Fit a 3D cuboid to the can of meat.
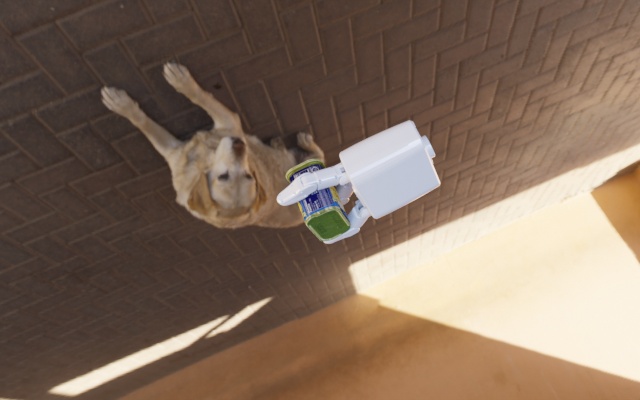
[{"bbox_3d":[0.000,0.003,0.689,0.057,0.084,0.102,-25,-28,7],"label":"can of meat"}]
